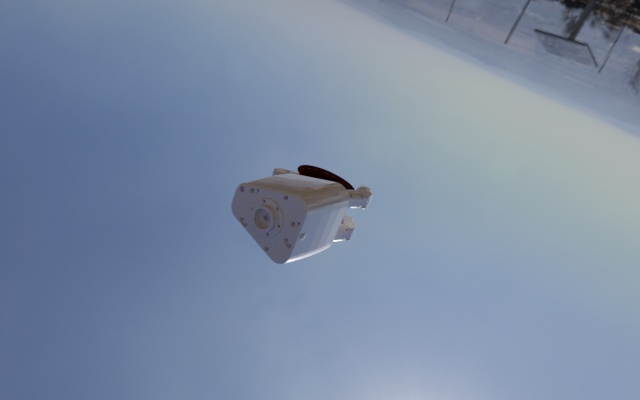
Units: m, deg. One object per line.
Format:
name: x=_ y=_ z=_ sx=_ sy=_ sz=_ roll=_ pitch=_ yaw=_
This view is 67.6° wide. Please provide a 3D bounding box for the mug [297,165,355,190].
mug: x=0.001 y=0.002 z=0.728 sx=0.093 sy=0.081 sz=0.117 roll=33 pitch=21 yaw=23
